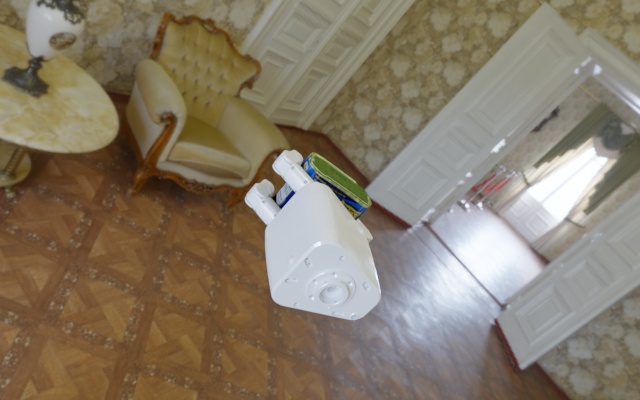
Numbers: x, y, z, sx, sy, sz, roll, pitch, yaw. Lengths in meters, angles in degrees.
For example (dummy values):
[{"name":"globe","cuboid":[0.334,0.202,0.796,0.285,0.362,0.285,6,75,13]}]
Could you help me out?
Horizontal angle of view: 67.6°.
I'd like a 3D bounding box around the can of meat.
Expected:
[{"name":"can of meat","cuboid":[0.000,0.002,0.596,0.102,0.084,0.057,34,22,-22]}]
